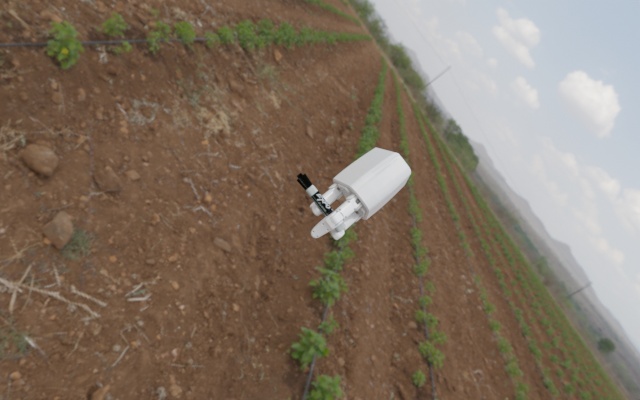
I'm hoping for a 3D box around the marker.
[{"bbox_3d":[0.000,0.003,0.818,0.020,0.121,0.020,-38,6,5],"label":"marker"}]
